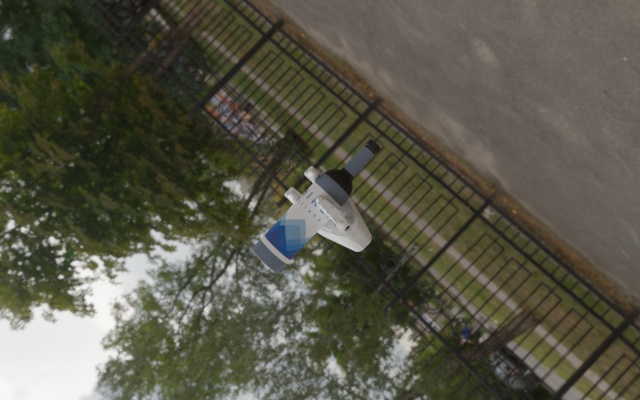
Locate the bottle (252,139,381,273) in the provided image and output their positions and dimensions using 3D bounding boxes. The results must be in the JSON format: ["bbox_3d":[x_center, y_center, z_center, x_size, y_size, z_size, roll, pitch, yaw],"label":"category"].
[{"bbox_3d":[0.000,0.003,0.873,0.069,0.295,0.069,43,-1,1],"label":"bottle"}]
